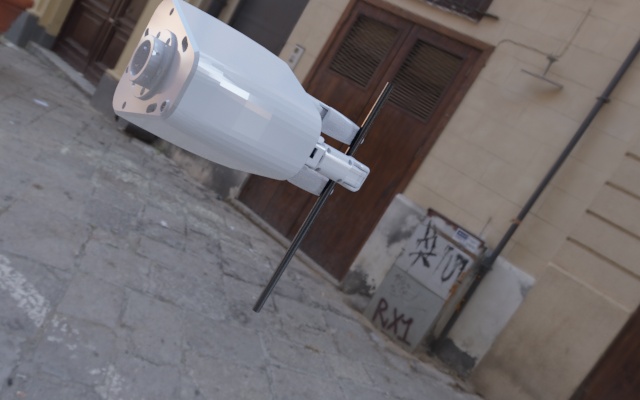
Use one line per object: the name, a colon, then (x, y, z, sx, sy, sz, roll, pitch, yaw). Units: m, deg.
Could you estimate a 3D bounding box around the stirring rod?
stirring rod: (0.000, 0.002, 0.432, 0.011, 0.239, 0.011, 30, 9, -5)
